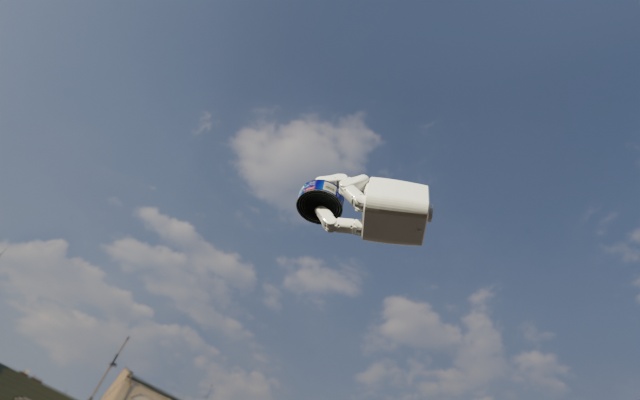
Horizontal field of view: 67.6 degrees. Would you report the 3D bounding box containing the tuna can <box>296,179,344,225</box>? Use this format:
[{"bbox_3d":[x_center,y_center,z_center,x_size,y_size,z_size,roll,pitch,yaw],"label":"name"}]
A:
[{"bbox_3d":[0.000,0.002,0.881,0.086,0.086,0.033,0,42,12],"label":"tuna can"}]
